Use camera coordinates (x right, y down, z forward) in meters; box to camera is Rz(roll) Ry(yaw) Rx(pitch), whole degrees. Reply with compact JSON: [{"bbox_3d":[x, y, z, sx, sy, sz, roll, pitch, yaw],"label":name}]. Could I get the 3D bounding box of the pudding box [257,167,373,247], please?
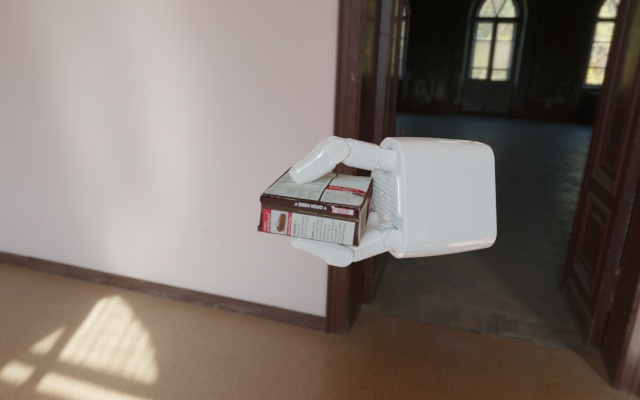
[{"bbox_3d":[0.000,0.001,0.449,0.090,0.039,0.113,7,16,9],"label":"pudding box"}]
